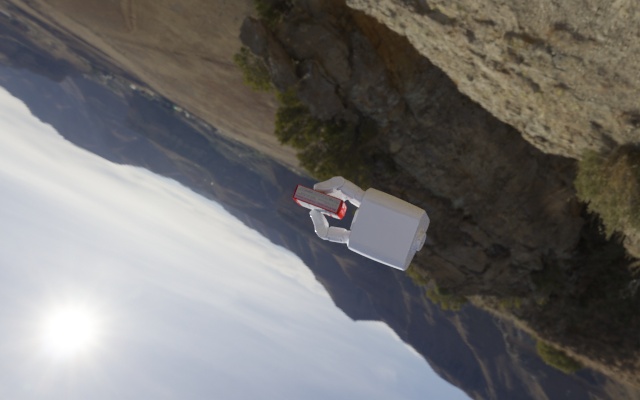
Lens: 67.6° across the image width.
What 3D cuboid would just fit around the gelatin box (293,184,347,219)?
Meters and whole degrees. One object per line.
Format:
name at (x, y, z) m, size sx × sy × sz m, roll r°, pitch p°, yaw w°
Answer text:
gelatin box at (0.000, 0.003, 0.863) m, size 0.089 × 0.030 × 0.073 m, roll 19°, pitch -7°, yaw 10°
